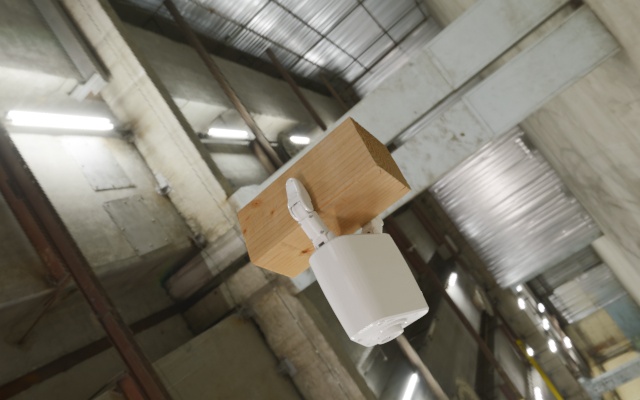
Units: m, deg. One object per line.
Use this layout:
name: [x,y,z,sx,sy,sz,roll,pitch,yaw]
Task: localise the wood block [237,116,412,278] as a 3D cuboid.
wood block: [0.000,0.002,0.626,0.206,0.090,0.091,-39,-40,19]
